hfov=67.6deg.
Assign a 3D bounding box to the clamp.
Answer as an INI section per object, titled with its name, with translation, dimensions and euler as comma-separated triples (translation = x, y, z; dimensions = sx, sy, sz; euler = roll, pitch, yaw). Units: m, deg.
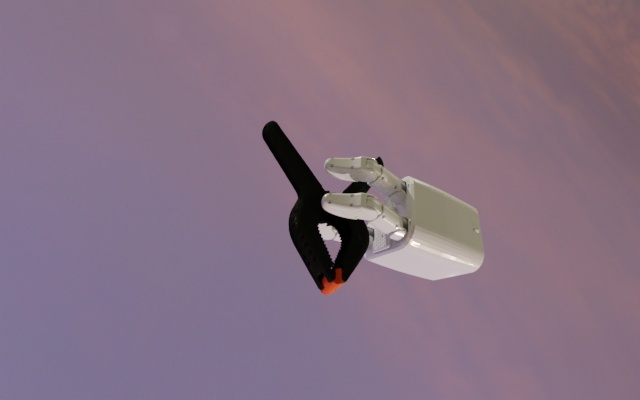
[clamp]
translation = 0.000, 0.003, 0.538
dimensions = 0.164, 0.209, 0.036
euler = 20, -42, -17
